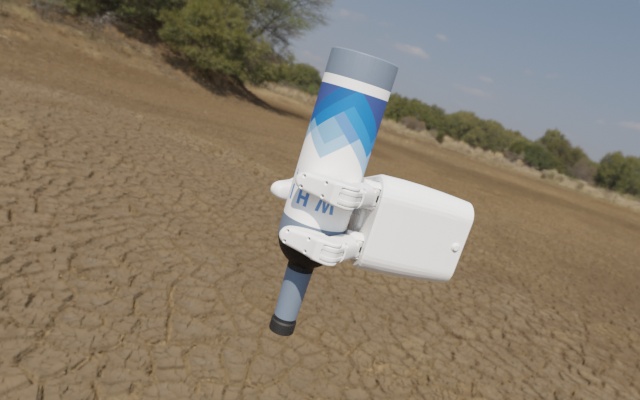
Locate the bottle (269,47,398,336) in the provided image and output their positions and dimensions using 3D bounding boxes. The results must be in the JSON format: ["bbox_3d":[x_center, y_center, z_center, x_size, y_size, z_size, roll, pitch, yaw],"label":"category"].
[{"bbox_3d":[0.000,0.001,0.484,0.069,0.296,0.069,16,12,-4],"label":"bottle"}]
